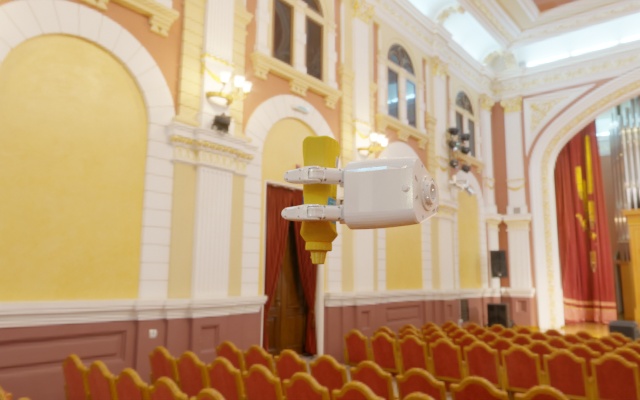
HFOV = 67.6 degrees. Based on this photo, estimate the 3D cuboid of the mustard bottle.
[{"bbox_3d":[0.000,0.002,0.740,0.058,0.191,0.096,0,-9,8],"label":"mustard bottle"}]
